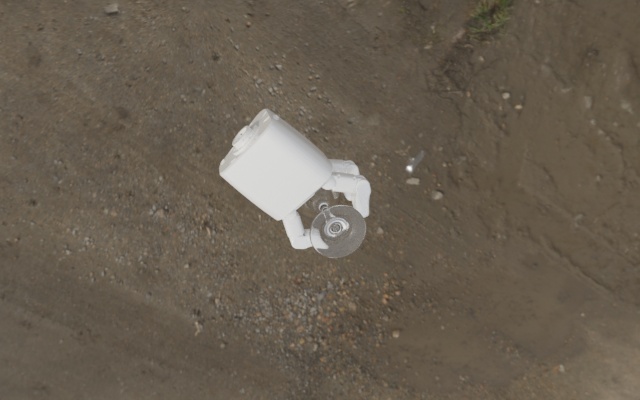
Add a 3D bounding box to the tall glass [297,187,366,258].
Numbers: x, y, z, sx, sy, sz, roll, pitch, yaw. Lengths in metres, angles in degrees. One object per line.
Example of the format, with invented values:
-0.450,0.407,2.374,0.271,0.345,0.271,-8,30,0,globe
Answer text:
0.000,0.003,0.695,0.079,0.079,0.201,0,22,-14,tall glass
